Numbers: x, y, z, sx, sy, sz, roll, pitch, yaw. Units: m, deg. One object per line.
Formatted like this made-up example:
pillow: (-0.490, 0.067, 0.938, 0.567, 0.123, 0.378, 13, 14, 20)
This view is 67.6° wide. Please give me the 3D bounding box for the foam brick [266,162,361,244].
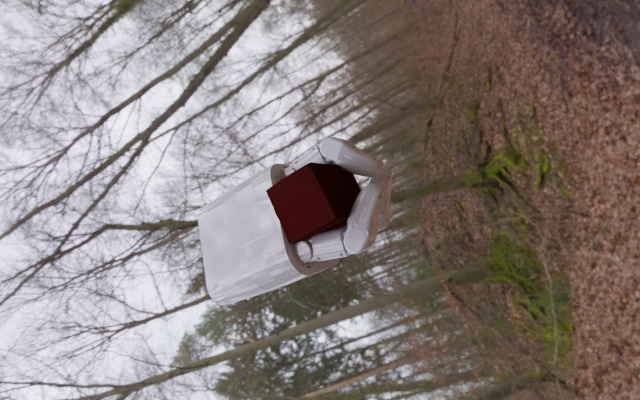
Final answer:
foam brick: (0.000, 0.001, 0.421, 0.051, 0.053, 0.078, -29, -11, 25)
